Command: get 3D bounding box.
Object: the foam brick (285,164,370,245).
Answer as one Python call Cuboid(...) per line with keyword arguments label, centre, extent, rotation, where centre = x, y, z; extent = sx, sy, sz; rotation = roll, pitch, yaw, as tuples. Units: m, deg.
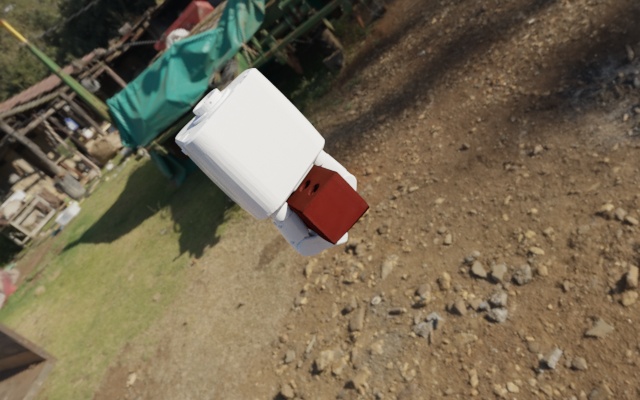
Cuboid(label="foam brick", centre=(0.000, 0.002, 0.481), extent=(0.051, 0.053, 0.078), rotation=(47, -10, -24))
